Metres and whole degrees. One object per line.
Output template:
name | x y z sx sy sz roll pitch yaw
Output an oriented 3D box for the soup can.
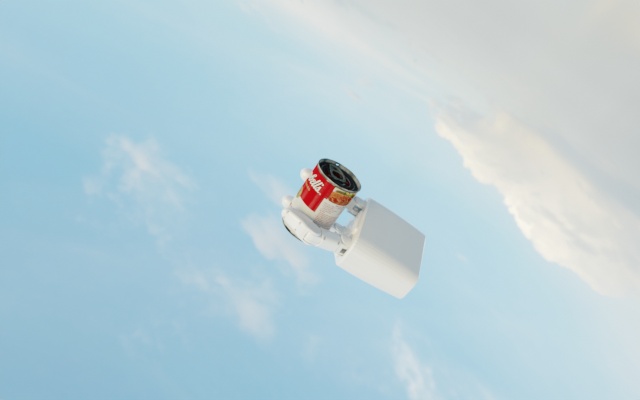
soup can | 0.000 0.002 0.657 0.068 0.102 0.068 27 28 -16
